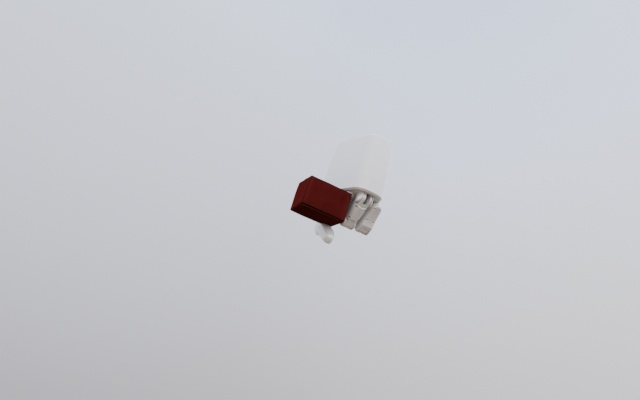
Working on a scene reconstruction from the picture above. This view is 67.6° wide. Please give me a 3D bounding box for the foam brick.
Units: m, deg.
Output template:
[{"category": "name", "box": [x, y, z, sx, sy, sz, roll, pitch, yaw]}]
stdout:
[{"category": "foam brick", "box": [0.000, 0.002, 0.768, 0.078, 0.051, 0.053, 24, -21, -20]}]
